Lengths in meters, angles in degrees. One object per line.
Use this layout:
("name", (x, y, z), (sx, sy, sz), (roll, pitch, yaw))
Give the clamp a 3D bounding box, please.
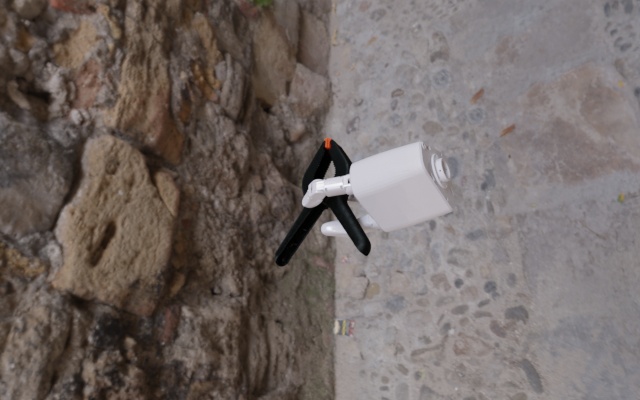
("clamp", (0.000, 0.002, 0.728), (0.164, 0.209, 0.036), (-18, -34, 30))
